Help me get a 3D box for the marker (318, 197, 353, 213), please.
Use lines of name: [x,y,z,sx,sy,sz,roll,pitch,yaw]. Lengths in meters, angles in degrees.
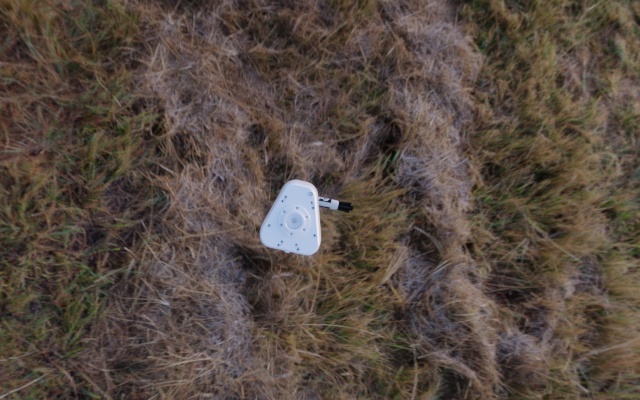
marker: [0.000,0.003,0.869,0.121,0.020,0.020,12,-1,-3]
